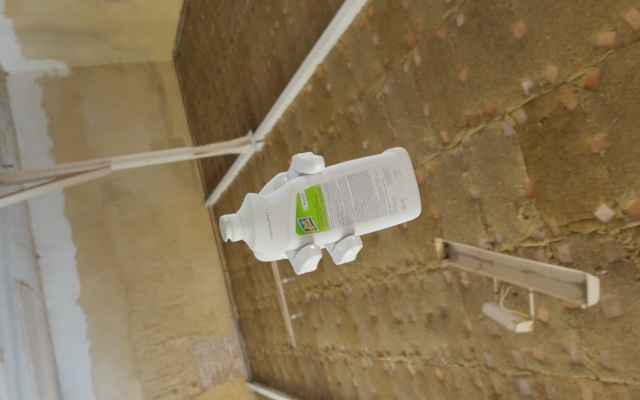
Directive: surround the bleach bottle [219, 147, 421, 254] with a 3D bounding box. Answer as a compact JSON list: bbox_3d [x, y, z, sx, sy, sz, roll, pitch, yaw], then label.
[{"bbox_3d":[0.000,0.002,0.589,0.251,0.102,0.068,-11,-6,-24],"label":"bleach bottle"}]
